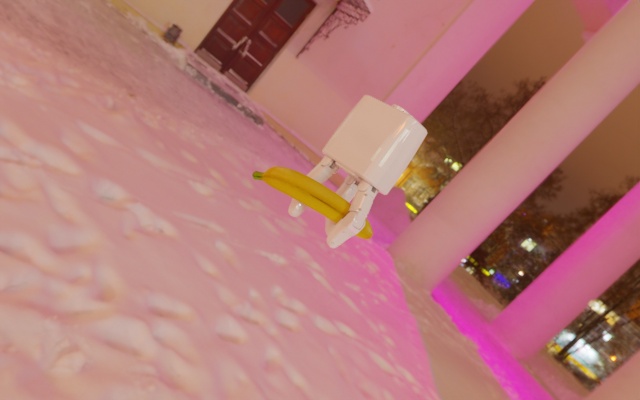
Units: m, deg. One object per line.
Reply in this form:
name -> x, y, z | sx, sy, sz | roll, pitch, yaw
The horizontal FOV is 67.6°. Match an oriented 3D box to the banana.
banana -> 0.002, 0.001, 0.664 | 0.198, 0.037, 0.069 | 30, -6, -12
